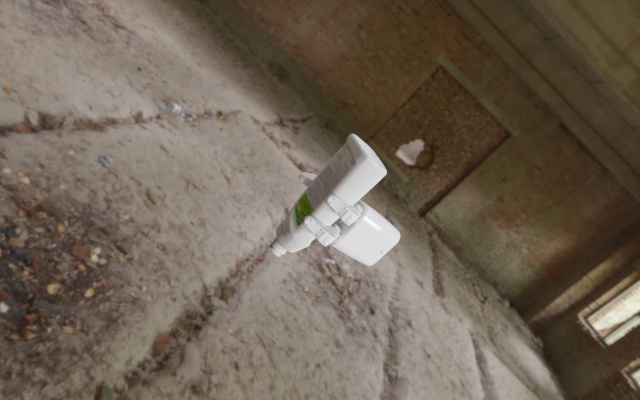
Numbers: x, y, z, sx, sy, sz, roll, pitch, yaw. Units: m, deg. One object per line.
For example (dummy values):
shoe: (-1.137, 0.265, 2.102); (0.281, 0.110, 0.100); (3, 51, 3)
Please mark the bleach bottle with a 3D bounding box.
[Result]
bleach bottle: (0.000, 0.003, 0.852); (0.068, 0.251, 0.102); (35, 19, -32)
